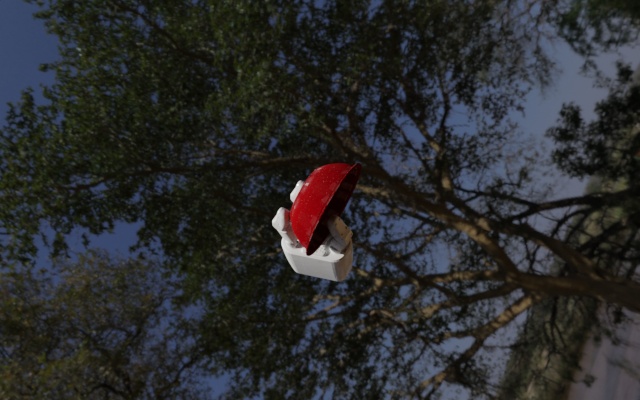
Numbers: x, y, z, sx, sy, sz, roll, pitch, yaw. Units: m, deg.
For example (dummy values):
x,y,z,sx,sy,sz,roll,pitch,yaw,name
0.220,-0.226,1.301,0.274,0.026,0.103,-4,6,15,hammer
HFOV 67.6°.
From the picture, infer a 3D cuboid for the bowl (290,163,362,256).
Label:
x,y,z,sx,sy,sz,roll,pitch,yaw,name
0.000,0.001,0.730,0.055,0.162,0.162,30,6,10,bowl
